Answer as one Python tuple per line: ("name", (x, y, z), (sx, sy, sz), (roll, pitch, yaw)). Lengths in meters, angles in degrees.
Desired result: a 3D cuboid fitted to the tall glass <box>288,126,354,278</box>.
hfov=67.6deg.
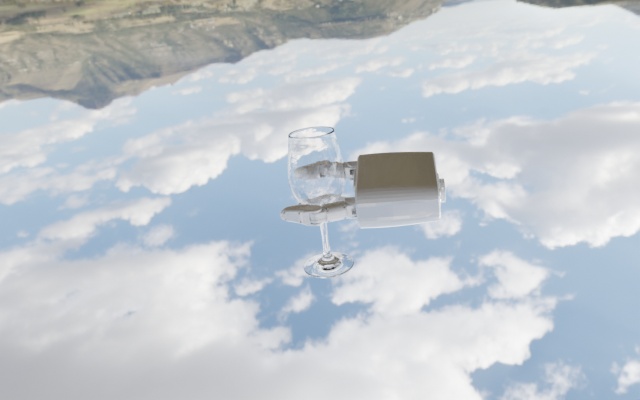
("tall glass", (0.000, 0.003, 0.662), (0.079, 0.201, 0.079), (-7, 21, 3))
